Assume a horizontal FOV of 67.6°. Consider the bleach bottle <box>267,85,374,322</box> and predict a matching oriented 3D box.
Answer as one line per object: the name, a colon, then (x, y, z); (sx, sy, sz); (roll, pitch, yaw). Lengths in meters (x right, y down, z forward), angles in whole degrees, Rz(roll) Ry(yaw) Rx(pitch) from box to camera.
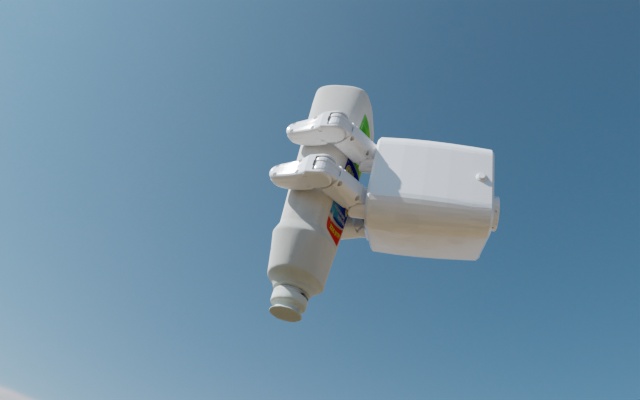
bleach bottle: (0.000, 0.001, 0.471); (0.068, 0.250, 0.103); (6, -37, 13)
